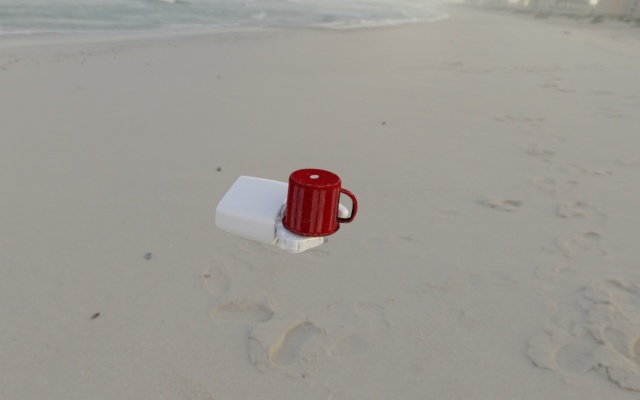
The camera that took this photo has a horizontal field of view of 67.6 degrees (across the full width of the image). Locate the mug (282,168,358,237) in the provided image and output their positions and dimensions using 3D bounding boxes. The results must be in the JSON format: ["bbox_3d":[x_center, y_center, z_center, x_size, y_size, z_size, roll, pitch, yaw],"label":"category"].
[{"bbox_3d":[0.002,0.003,0.742,0.117,0.081,0.093,11,24,12],"label":"mug"}]
